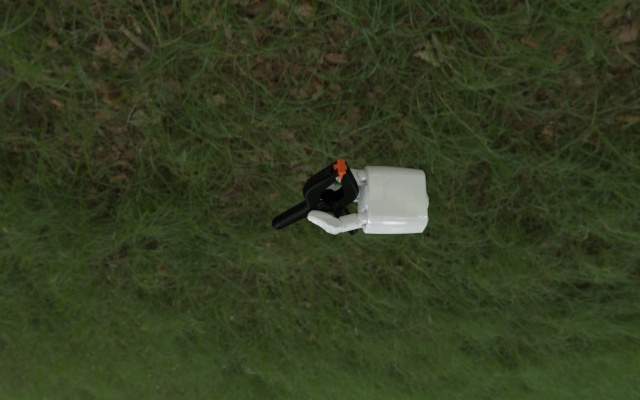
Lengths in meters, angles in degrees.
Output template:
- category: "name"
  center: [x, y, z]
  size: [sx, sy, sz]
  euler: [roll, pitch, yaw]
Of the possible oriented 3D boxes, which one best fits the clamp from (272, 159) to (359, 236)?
- category: "clamp"
  center: [0.000, 0.003, 0.827]
  size: [0.164, 0.036, 0.210]
  euler: [0, -33, -8]
